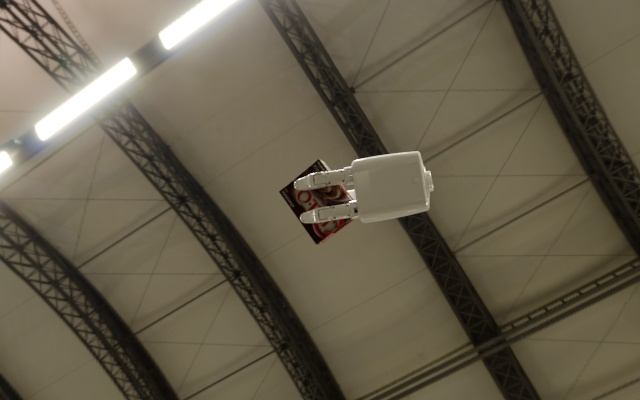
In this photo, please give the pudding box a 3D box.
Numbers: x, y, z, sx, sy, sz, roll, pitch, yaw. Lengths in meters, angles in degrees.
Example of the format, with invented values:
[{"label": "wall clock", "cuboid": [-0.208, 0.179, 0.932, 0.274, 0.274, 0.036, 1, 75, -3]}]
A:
[{"label": "pudding box", "cuboid": [0.000, 0.003, 0.791, 0.090, 0.113, 0.039, -38, -12, 12]}]
